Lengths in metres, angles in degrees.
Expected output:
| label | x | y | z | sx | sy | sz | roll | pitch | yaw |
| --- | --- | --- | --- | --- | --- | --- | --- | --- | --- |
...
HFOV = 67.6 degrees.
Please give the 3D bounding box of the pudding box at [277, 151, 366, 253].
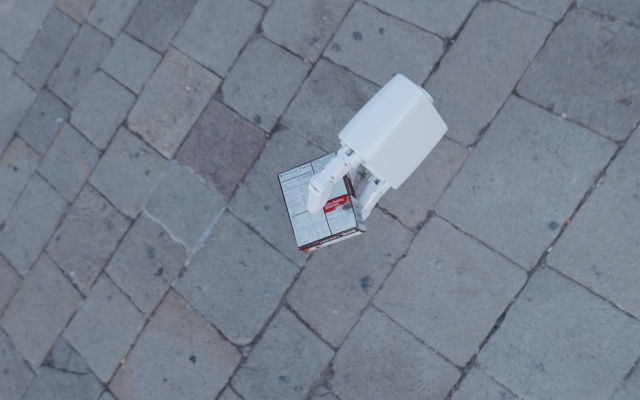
| label | x | y | z | sx | sy | sz | roll | pitch | yaw |
| --- | --- | --- | --- | --- | --- | --- | --- | --- | --- |
| pudding box | 0.000 | 0.002 | 0.636 | 0.090 | 0.113 | 0.039 | -21 | -19 | 15 |
